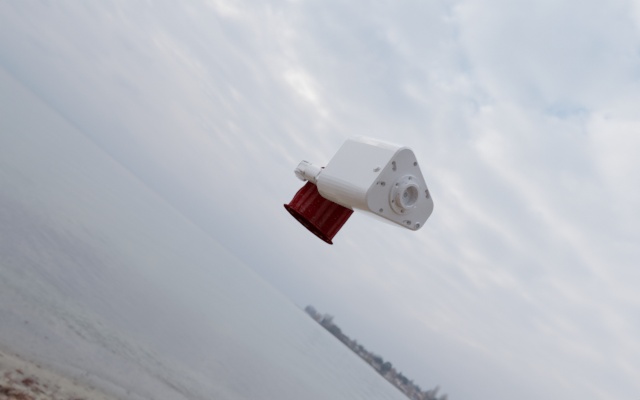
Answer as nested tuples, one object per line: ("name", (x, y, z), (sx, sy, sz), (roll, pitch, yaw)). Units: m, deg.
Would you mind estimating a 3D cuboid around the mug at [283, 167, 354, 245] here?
("mug", (0.000, 0.002, 0.712), (0.093, 0.081, 0.117), (46, -12, -33))
